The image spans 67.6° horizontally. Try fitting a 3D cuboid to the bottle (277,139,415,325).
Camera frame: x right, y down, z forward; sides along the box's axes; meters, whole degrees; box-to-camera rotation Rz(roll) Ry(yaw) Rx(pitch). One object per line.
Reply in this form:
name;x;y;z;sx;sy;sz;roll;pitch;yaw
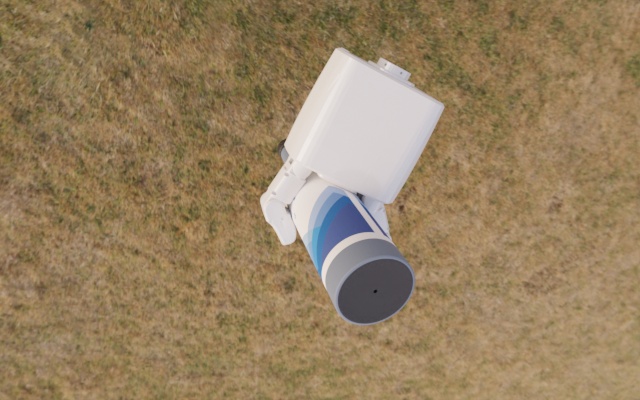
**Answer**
bottle;0.000;0.002;0.487;0.069;0.069;0.295;0;28;-19
